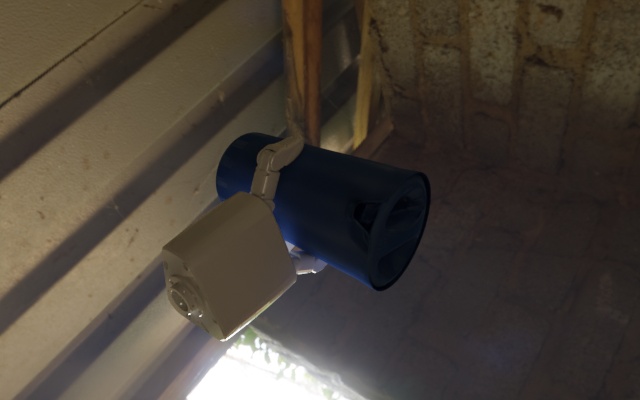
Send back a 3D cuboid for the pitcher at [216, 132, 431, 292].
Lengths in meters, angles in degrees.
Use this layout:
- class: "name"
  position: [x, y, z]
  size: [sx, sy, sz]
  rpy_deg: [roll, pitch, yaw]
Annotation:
- class: "pitcher"
  position: [0.000, 0.002, 0.570]
  size: [0.243, 0.149, 0.145]
  rpy_deg: [22, 43, 32]
